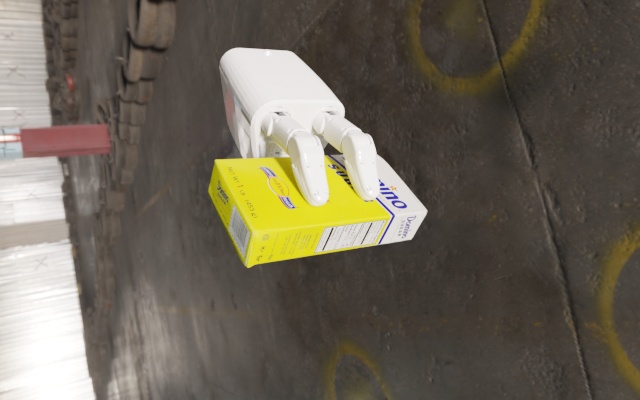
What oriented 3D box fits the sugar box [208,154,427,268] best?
[{"bbox_3d":[0.000,0.001,0.428,0.176,0.048,0.093,-8,46,-31],"label":"sugar box"}]
